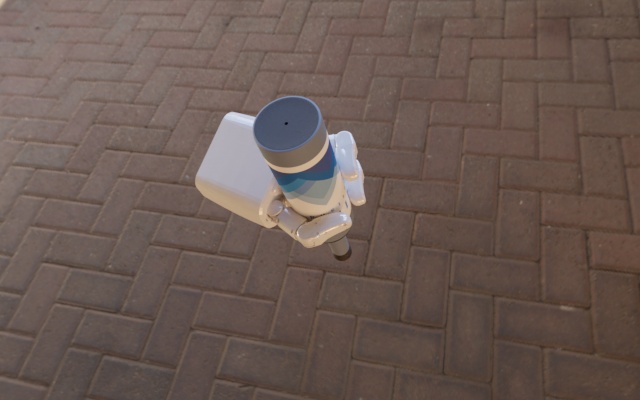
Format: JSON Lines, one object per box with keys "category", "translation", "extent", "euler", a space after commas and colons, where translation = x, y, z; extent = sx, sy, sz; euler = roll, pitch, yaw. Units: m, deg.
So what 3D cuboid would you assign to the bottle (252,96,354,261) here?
{"category": "bottle", "translation": [0.000, 0.002, 0.561], "extent": [0.069, 0.069, 0.296], "euler": [0, -30, 14]}
